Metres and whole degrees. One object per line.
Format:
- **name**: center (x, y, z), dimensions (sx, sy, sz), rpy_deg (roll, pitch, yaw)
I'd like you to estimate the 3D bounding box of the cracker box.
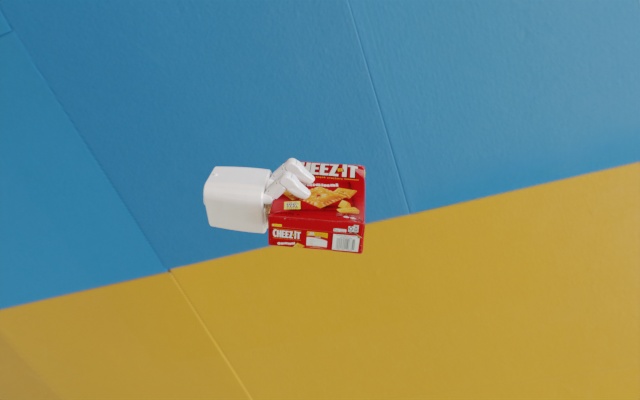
- **cracker box**: center (0.000, 0.003, 0.885), dimensions (0.164, 0.072, 0.213), rpy_deg (5, 32, 2)
